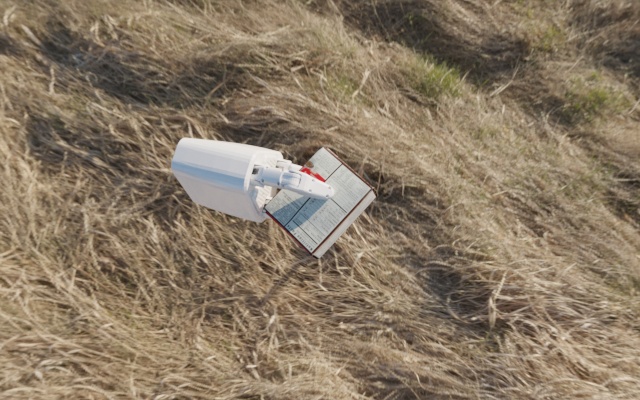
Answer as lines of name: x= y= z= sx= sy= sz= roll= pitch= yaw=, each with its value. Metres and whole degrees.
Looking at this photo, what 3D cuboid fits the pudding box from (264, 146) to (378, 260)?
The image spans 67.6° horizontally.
pudding box: x=0.000 y=0.002 z=0.590 sx=0.090 sy=0.113 sz=0.039 roll=43 pitch=0 yaw=19
